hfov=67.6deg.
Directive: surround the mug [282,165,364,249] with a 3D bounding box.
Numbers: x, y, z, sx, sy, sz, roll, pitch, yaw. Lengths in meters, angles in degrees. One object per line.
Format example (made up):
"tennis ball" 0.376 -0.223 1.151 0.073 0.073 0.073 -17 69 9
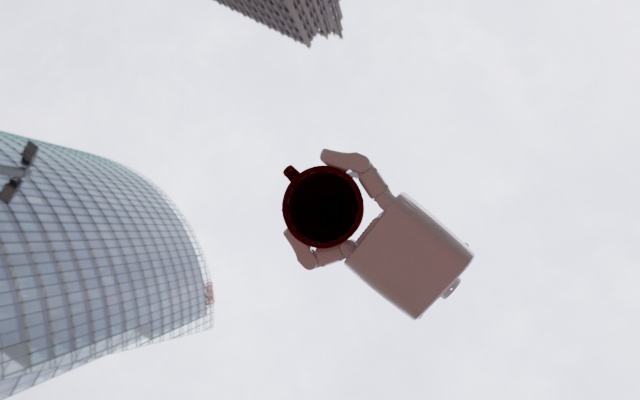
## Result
"mug" -0.001 0.001 0.574 0.117 0.093 0.081 42 4 10
